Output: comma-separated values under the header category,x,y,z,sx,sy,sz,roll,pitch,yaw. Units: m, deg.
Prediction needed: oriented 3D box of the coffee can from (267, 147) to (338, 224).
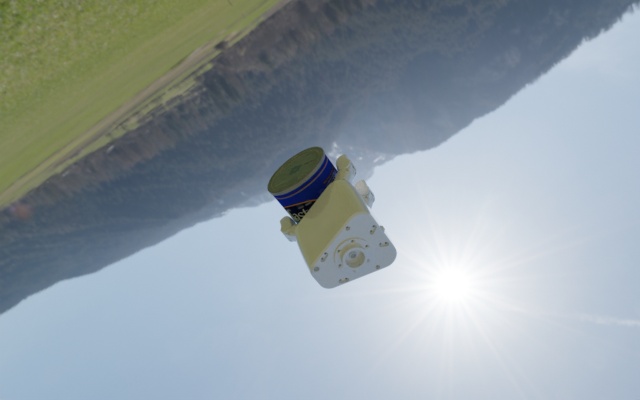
category,x,y,z,sx,sy,sz,roll,pitch,yaw
coffee can,0.000,0.002,0.740,0.103,0.140,0.102,-30,26,17
